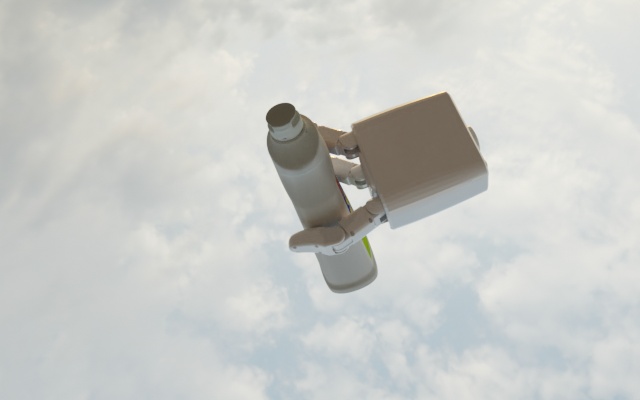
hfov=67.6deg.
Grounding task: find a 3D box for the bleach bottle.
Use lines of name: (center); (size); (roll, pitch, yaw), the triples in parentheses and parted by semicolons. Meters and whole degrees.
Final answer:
bleach bottle: (0.000, 0.002, 0.506); (0.068, 0.102, 0.251); (-20, -38, 4)
